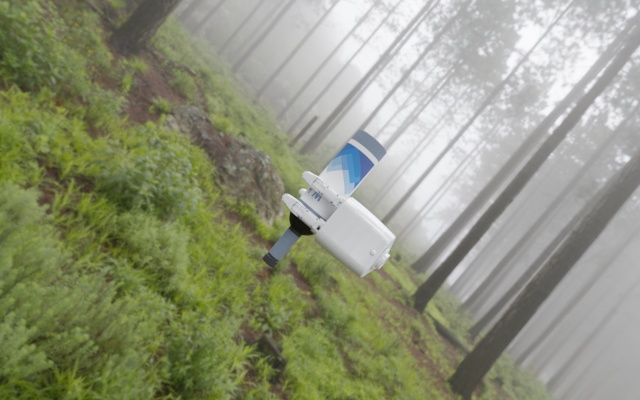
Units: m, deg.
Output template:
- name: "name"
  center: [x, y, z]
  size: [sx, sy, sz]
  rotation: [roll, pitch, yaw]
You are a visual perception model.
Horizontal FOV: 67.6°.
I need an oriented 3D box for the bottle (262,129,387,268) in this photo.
- name: "bottle"
  center: [0.000, 0.003, 0.870]
  size: [0.069, 0.295, 0.069]
  rotation: [41, -1, 1]
